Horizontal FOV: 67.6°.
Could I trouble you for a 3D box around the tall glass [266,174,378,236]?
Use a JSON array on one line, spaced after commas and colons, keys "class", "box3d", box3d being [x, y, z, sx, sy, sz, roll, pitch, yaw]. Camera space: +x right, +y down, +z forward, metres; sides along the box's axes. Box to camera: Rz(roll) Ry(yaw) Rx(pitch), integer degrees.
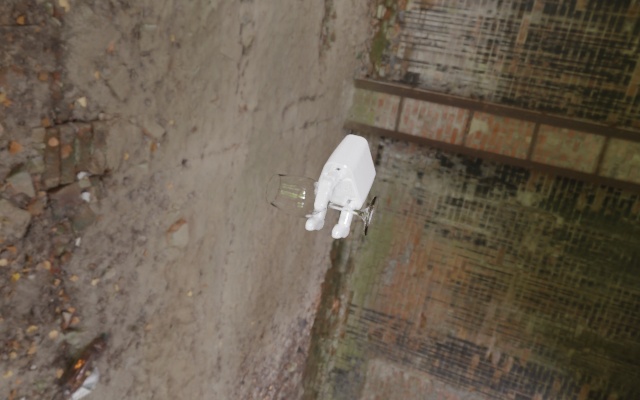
[{"class": "tall glass", "box3d": [0.001, 0.003, 0.892, 0.201, 0.079, 0.079, 15, 4, 17]}]
